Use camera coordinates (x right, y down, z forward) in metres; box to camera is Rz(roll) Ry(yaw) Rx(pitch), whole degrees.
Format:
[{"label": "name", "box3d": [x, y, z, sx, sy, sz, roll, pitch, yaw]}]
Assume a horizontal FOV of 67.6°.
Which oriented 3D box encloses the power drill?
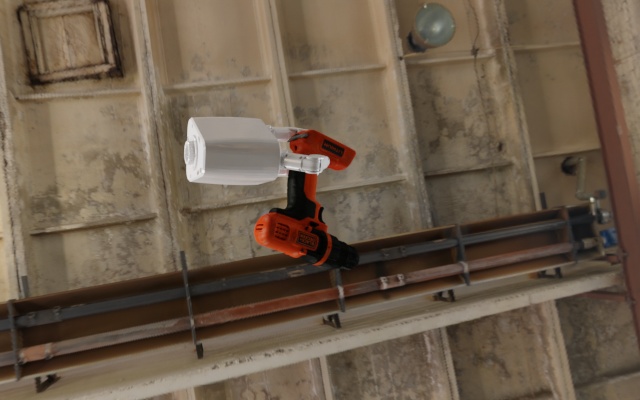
[{"label": "power drill", "box3d": [0.000, 0.002, 0.720, 0.184, 0.187, 0.057, 23, -20, -36]}]
